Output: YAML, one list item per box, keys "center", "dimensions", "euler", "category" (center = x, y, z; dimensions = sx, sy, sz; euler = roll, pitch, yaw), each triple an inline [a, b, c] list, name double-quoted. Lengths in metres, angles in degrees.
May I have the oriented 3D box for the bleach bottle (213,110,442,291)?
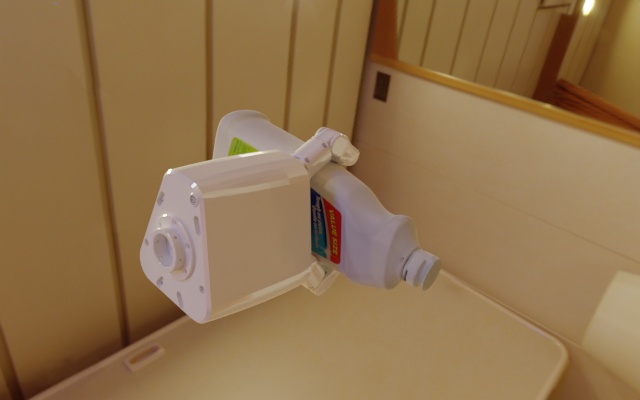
- center: [0.000, 0.002, 0.450]
  dimensions: [0.250, 0.103, 0.068]
  euler: [29, 27, 32]
  category: "bleach bottle"
